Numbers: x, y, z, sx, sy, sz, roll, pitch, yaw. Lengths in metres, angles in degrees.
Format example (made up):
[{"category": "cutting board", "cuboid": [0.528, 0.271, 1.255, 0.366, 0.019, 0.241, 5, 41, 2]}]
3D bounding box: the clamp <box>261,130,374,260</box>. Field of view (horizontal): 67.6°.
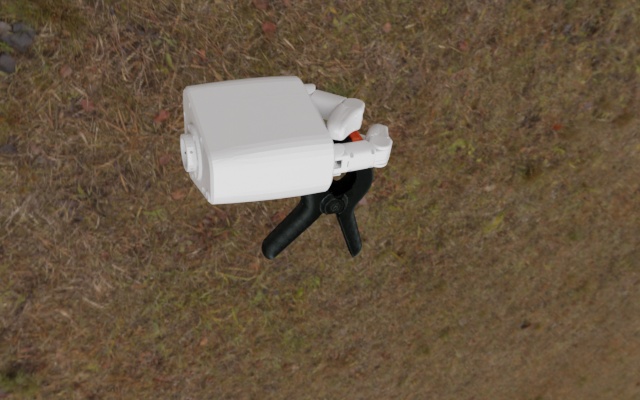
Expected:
[{"category": "clamp", "cuboid": [0.000, 0.002, 0.506, 0.120, 0.172, 0.039, -10, 38, -23]}]
